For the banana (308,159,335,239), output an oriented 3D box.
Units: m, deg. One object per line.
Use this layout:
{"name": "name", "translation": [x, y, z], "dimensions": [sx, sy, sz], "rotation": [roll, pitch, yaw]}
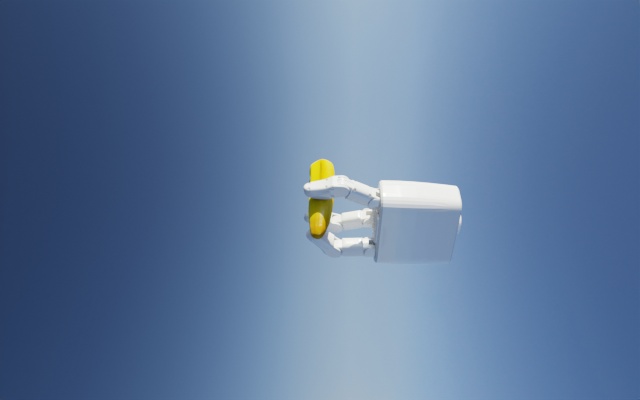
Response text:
{"name": "banana", "translation": [0.002, -0.016, 0.692], "dimensions": [0.037, 0.070, 0.197], "rotation": [4, 22, -2]}
